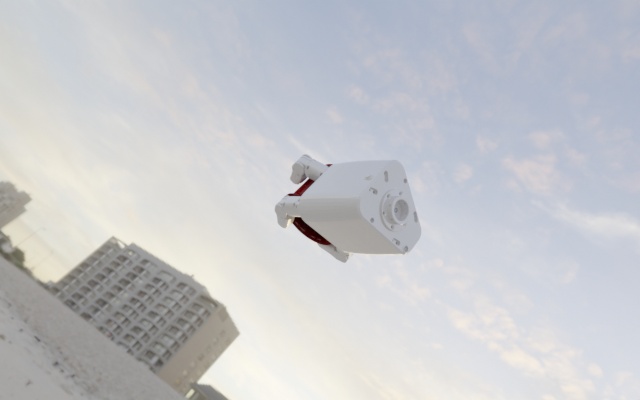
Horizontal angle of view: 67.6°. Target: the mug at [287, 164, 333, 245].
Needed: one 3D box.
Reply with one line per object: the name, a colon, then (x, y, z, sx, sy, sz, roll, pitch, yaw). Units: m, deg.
mug: (-0.001, 0.002, 0.687, 0.117, 0.093, 0.081, 0, 39, 51)
